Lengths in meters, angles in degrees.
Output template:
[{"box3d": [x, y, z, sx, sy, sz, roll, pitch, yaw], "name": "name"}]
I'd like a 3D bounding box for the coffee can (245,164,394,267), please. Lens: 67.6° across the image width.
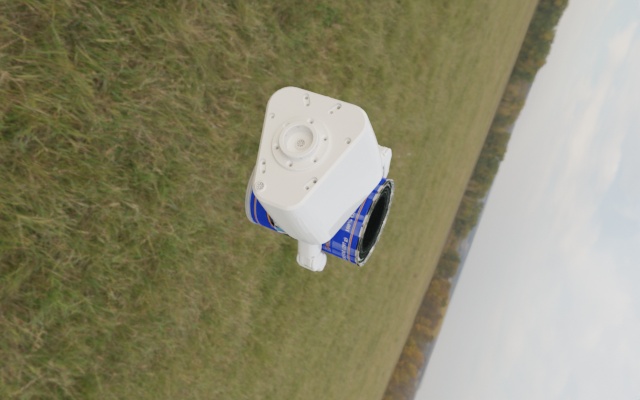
[{"box3d": [0.000, 0.002, 0.547, 0.140, 0.103, 0.103, 21, 7, 18], "name": "coffee can"}]
